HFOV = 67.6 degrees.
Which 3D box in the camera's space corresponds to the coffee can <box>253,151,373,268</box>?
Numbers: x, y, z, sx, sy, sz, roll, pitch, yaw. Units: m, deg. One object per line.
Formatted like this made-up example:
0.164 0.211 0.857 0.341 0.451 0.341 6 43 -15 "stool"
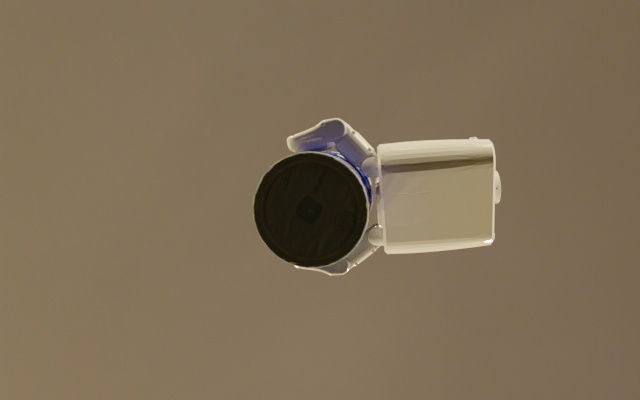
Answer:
0.000 0.002 0.483 0.103 0.103 0.140 0 6 8 "coffee can"
